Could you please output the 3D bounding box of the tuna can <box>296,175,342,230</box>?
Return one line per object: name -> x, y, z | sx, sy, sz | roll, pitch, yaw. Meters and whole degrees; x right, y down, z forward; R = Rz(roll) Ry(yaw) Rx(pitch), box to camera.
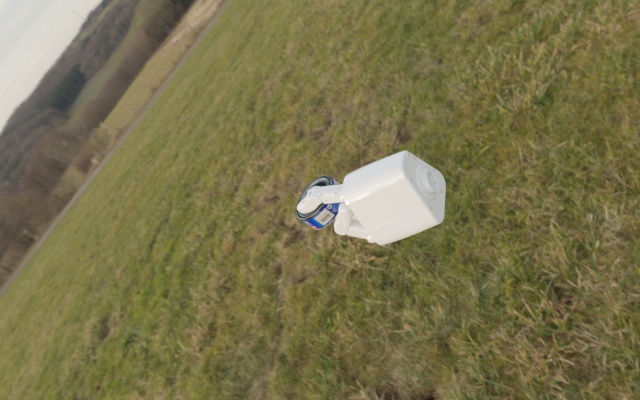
tuna can -> 0.000, 0.002, 0.775 | 0.034, 0.086, 0.086 | 35, -18, -28
